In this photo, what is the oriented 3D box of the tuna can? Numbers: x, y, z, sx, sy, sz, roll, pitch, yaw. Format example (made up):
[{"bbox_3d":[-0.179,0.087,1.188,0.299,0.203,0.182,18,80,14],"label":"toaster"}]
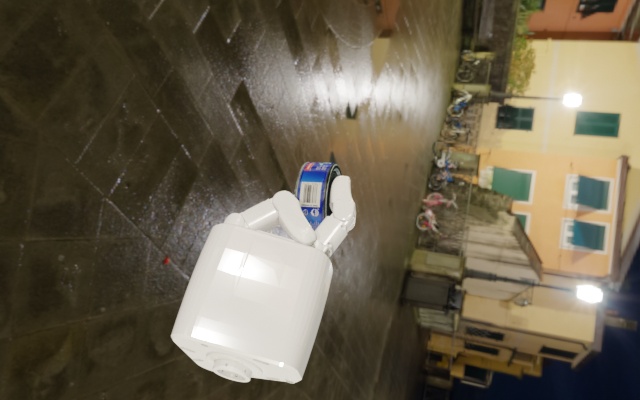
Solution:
[{"bbox_3d":[0.001,0.002,0.513,0.034,0.086,0.086,3,1,15],"label":"tuna can"}]
